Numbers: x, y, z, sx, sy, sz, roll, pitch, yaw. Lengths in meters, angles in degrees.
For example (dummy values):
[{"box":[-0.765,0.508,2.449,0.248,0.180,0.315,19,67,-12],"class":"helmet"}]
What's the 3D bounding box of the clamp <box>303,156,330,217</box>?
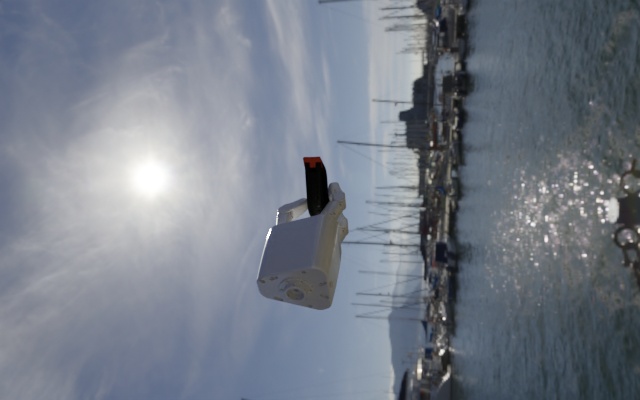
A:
[{"box":[-0.001,0.002,0.812,0.036,0.210,0.164,-2,39,8],"class":"clamp"}]
